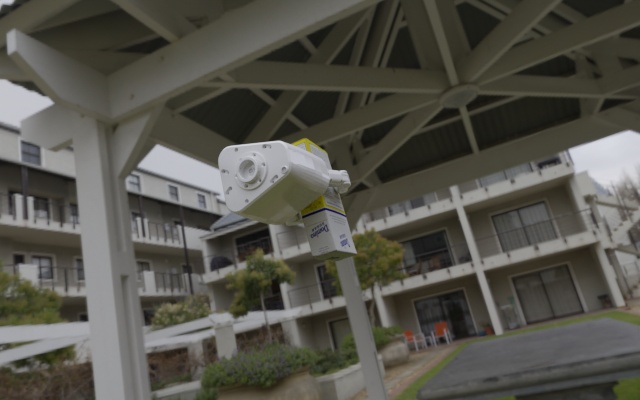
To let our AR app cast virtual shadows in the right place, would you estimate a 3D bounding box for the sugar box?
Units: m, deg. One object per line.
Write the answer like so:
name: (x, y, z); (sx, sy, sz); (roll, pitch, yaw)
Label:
sugar box: (0.000, 0.002, 0.727); (0.048, 0.176, 0.093); (-19, -17, 19)
